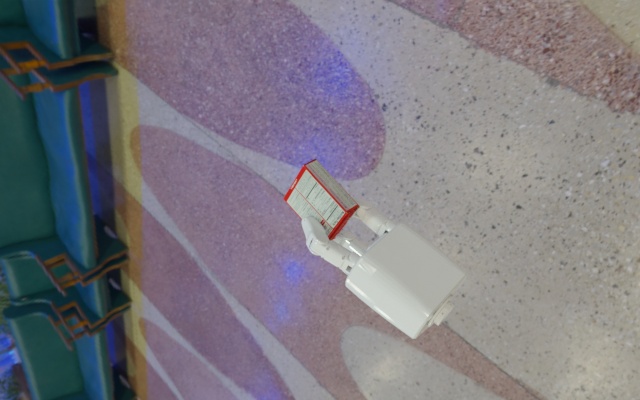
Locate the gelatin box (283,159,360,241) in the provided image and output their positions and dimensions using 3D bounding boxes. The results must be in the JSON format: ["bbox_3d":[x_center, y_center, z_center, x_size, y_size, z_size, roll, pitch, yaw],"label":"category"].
[{"bbox_3d":[0.000,0.002,0.630,0.030,0.089,0.073,-30,-18,-43],"label":"gelatin box"}]
